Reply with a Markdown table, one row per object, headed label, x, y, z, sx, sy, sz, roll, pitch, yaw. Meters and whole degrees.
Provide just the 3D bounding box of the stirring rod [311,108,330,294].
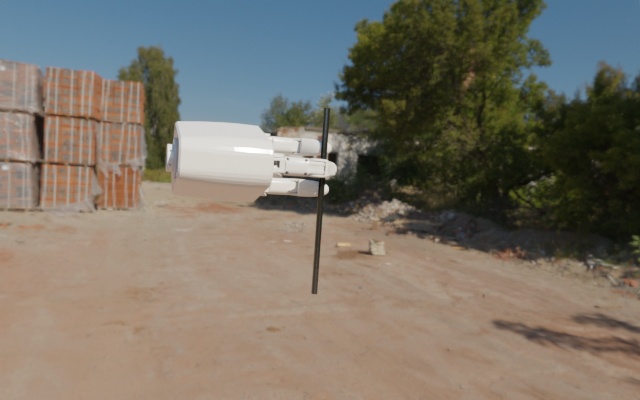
| label | x | y | z | sx | sy | sz | roll | pitch | yaw |
| --- | --- | --- | --- | --- | --- | --- | --- | --- | --- |
| stirring rod | 0.000 | 0.002 | 0.618 | 0.011 | 0.239 | 0.011 | 4 | 4 | 0 |
